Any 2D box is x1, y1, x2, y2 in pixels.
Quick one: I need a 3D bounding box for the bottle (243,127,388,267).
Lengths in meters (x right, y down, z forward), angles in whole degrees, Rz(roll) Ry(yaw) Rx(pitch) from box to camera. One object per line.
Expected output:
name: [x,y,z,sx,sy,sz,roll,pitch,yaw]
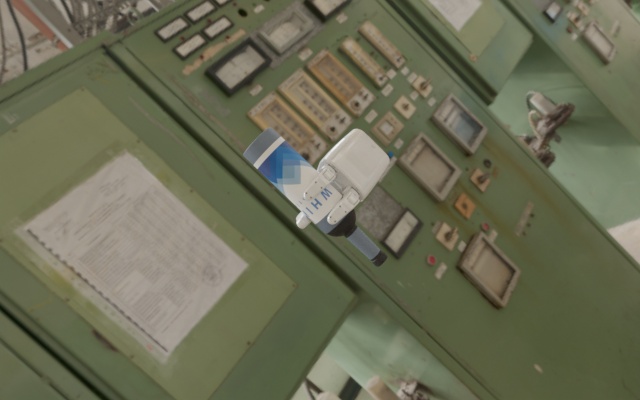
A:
bottle: [0.000,0.003,0.805,0.296,0.069,0.069,44,-5,-5]
